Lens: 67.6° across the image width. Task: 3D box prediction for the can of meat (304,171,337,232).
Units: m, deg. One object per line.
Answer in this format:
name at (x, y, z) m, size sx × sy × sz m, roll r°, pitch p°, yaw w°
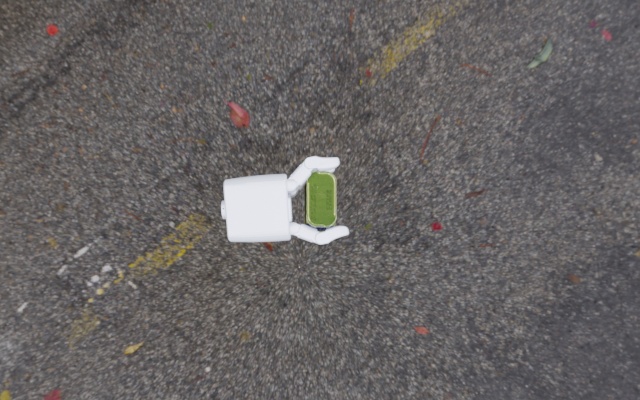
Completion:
can of meat at (0.000, 0.003, 0.846) m, size 0.057 × 0.102 × 0.084 m, roll 0°, pitch -8°, yaw -2°
